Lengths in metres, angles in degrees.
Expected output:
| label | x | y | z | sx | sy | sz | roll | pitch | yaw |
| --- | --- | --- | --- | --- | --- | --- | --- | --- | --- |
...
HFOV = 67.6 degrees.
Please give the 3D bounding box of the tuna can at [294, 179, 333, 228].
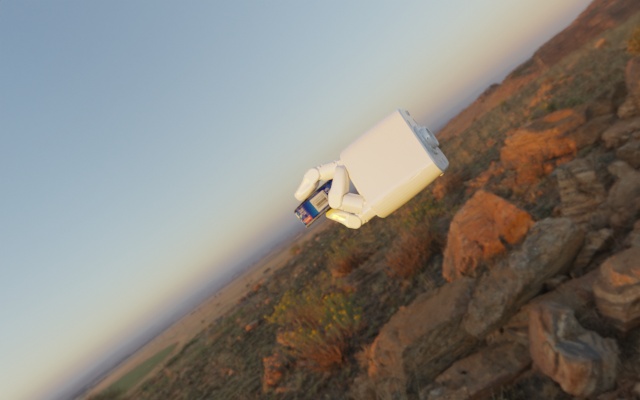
| label | x | y | z | sx | sy | sz | roll | pitch | yaw |
| --- | --- | --- | --- | --- | --- | --- | --- | --- | --- |
| tuna can | 0.000 | 0.002 | 0.740 | 0.086 | 0.034 | 0.086 | -41 | -2 | -2 |
